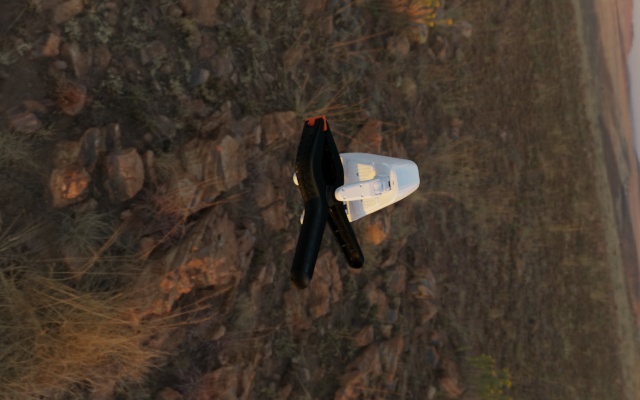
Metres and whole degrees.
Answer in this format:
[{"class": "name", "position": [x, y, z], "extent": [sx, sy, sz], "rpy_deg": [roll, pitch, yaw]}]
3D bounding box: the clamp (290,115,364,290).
[{"class": "clamp", "position": [0.001, 0.001, 0.587], "extent": [0.036, 0.210, 0.164], "rpy_deg": [-7, 5, 28]}]
